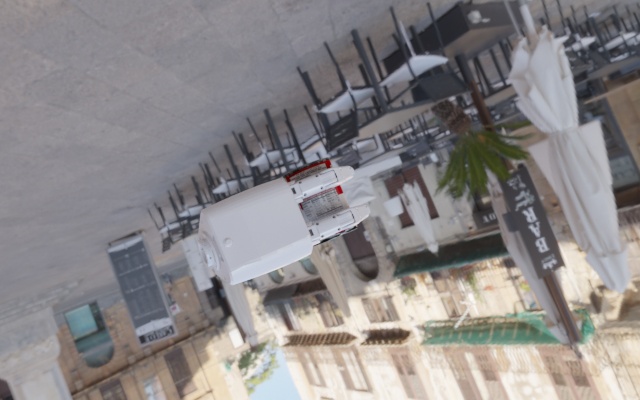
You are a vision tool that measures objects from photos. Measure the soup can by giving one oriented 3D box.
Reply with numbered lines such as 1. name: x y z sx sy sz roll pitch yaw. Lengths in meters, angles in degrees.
1. soup can: 0.001 0.002 0.638 0.068 0.102 0.068 -23 -2 -1
